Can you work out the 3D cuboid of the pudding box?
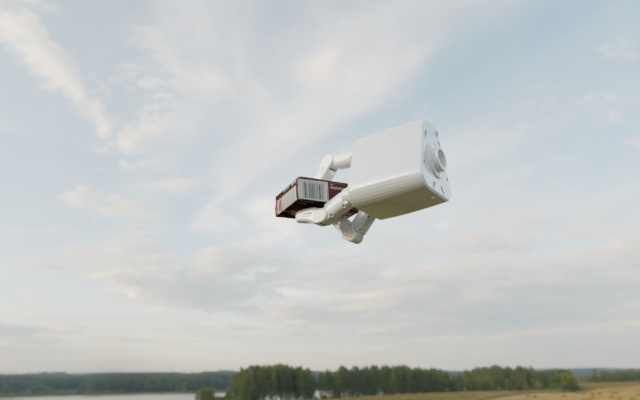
[{"bbox_3d":[0.000,0.002,0.708,0.113,0.039,0.090,9,-23,-24],"label":"pudding box"}]
